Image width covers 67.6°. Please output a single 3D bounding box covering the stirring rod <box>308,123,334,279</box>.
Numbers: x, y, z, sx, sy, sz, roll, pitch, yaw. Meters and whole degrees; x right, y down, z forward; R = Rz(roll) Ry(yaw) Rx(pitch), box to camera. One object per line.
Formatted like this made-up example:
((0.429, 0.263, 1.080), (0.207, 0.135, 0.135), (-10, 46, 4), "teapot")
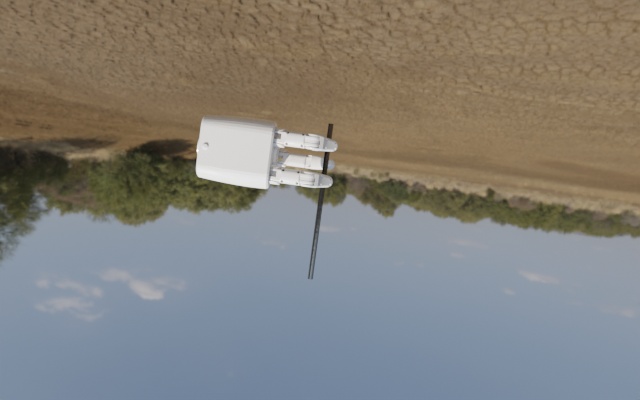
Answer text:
((0.000, 0.002, 0.734), (0.011, 0.239, 0.011), (8, 3, 0), "stirring rod")
